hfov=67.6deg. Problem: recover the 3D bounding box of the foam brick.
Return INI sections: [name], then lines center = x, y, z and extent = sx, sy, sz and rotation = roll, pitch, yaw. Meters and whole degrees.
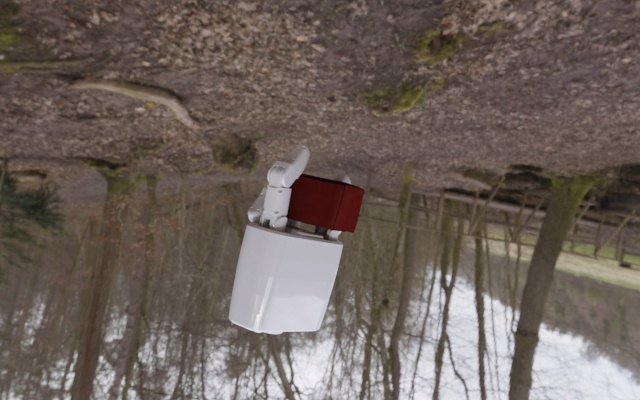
[foam brick]
center = 0.000, 0.002, 0.525
extent = 0.078, 0.051, 0.053
rotation = 13, 0, 30
